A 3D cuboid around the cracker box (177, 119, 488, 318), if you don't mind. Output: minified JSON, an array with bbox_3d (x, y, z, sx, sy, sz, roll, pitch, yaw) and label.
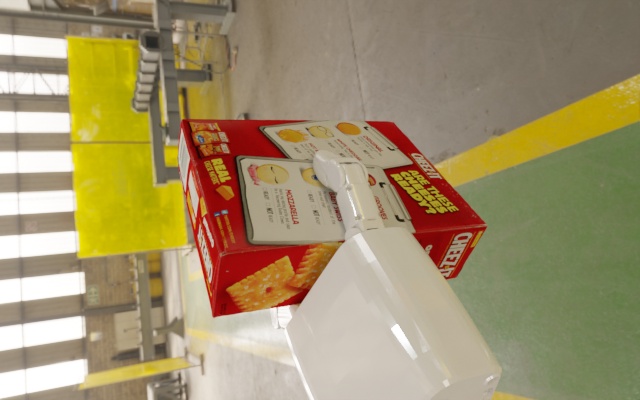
[{"bbox_3d":[0.000,0.001,0.404,0.213,0.072,0.164,-3,41,-25],"label":"cracker box"}]
